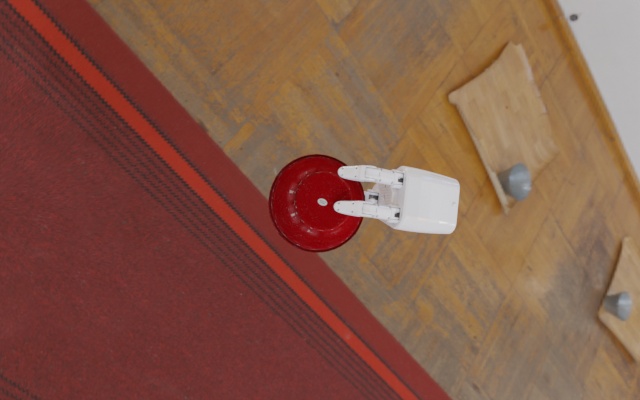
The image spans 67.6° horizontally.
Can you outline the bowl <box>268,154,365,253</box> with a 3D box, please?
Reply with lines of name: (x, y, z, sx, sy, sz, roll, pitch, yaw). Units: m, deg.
bowl: (-0.001, 0.003, 0.755, 0.162, 0.162, 0.055, 0, -4, -10)
